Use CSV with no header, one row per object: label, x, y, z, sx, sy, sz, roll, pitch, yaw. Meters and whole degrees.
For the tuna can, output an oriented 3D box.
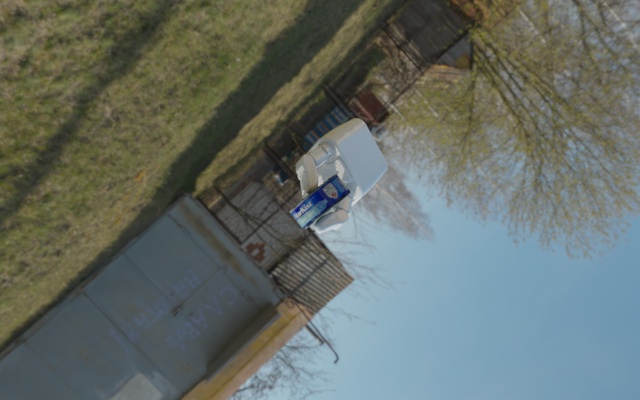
tuna can,0.000,0.003,0.667,0.086,0.034,0.086,-39,-2,-2
